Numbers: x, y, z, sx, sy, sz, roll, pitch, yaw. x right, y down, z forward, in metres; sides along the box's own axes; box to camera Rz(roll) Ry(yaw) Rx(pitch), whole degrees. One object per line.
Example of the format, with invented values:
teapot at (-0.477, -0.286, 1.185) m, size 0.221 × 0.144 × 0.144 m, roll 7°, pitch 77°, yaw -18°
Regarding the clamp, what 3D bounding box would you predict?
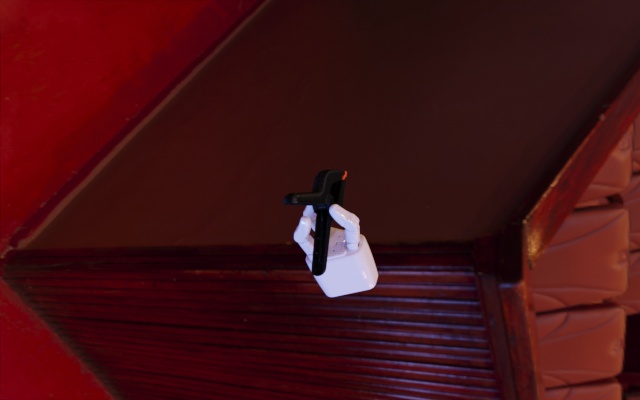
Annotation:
clamp at (0.001, 0.003, 0.837) m, size 0.036 × 0.165 × 0.209 m, roll -3°, pitch 42°, yaw 26°
